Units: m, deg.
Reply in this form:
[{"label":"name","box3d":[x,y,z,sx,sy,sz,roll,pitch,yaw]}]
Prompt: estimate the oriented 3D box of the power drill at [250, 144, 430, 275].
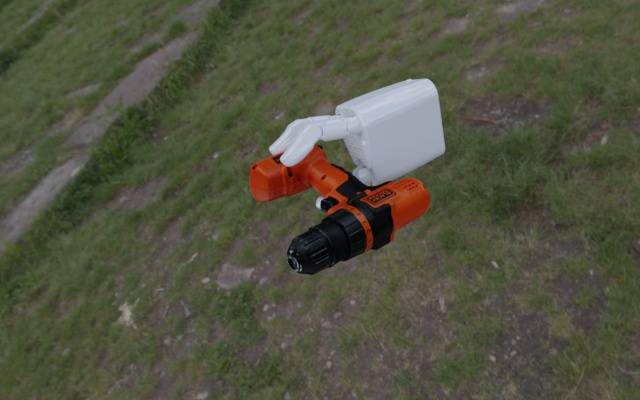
[{"label":"power drill","box3d":[0.000,0.001,0.541,0.184,0.057,0.187,-24,38,-33]}]
